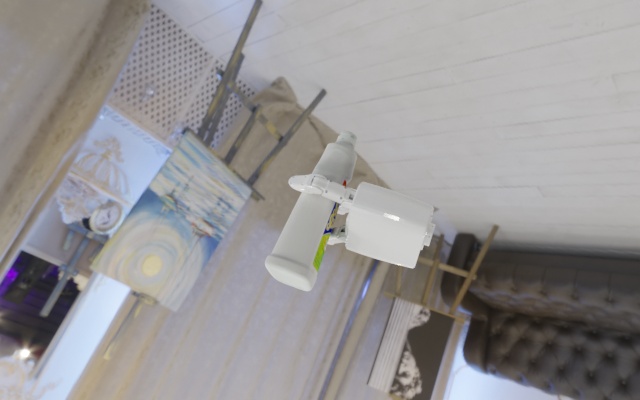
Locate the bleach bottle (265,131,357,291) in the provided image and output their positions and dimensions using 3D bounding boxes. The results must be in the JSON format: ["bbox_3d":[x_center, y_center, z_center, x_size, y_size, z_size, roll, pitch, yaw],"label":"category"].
[{"bbox_3d":[0.000,0.002,0.711,0.068,0.250,0.103,18,-20,12],"label":"bleach bottle"}]
